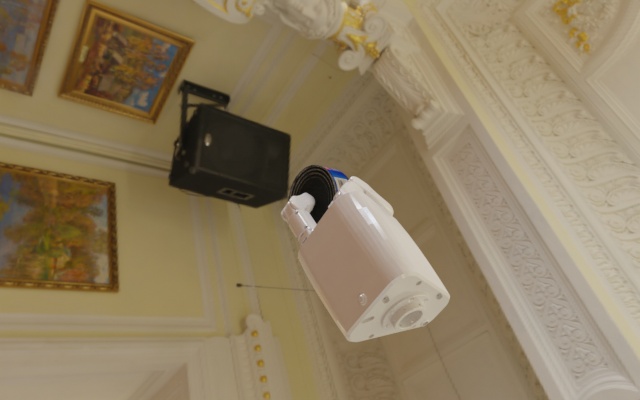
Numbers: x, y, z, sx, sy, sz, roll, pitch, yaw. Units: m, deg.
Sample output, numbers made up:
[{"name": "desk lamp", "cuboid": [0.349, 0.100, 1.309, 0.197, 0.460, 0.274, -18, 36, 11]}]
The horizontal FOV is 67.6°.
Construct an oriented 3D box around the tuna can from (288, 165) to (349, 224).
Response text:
[{"name": "tuna can", "cuboid": [0.000, 0.002, 0.574, 0.034, 0.086, 0.086, 8, -5, -41]}]
